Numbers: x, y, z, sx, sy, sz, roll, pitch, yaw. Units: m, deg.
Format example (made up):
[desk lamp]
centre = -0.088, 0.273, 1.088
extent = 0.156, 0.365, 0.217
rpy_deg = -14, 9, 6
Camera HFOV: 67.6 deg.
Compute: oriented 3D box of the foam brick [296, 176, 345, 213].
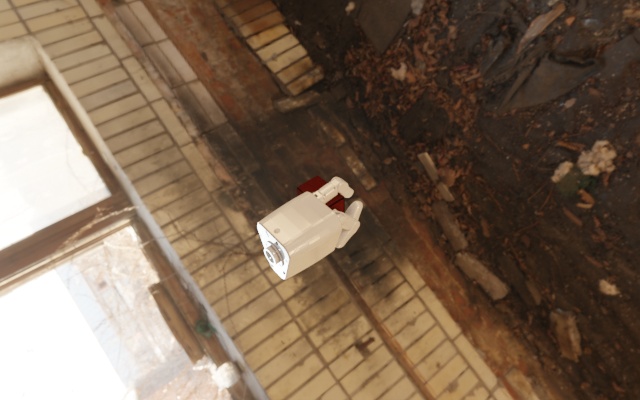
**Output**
[foam brick]
centre = 0.000, 0.003, 0.860
extent = 0.051, 0.053, 0.078
rpy_deg = -31, 51, -25
